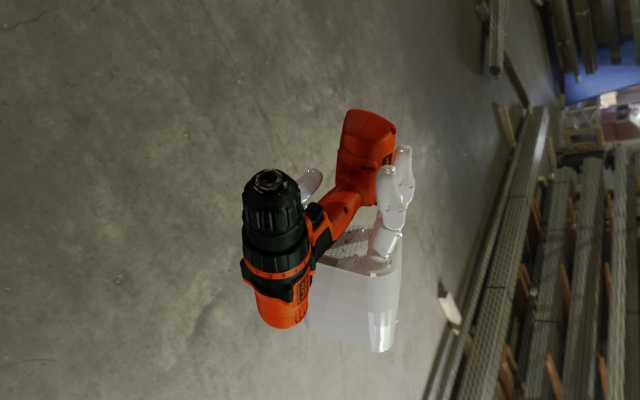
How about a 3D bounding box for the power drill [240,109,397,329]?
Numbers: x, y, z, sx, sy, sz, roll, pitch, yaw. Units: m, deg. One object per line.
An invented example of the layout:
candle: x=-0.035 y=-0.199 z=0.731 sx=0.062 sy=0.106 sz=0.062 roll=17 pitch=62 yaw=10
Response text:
power drill: x=0.000 y=0.001 z=0.416 sx=0.057 sy=0.185 sz=0.187 roll=27 pitch=54 yaw=19
